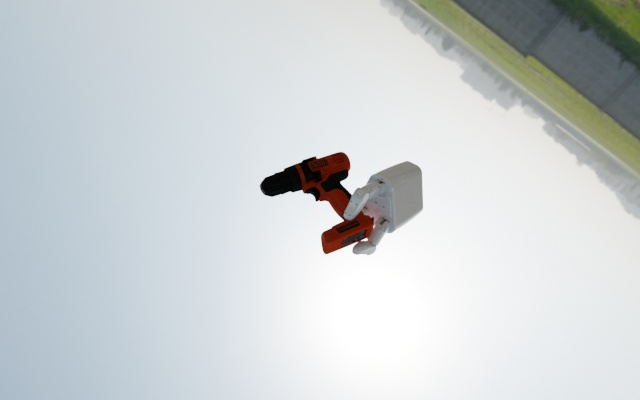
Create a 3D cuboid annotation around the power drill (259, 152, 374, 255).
[{"bbox_3d":[0.001,0.003,0.888,0.184,0.187,0.057,-21,-26,-15],"label":"power drill"}]
